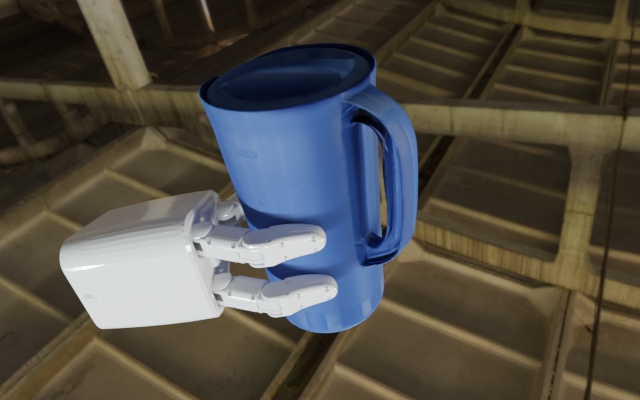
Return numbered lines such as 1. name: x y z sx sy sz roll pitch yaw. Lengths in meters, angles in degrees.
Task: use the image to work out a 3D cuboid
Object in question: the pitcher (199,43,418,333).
1. pitcher: 0.000 0.001 0.411 0.145 0.243 0.149 -10 34 2
